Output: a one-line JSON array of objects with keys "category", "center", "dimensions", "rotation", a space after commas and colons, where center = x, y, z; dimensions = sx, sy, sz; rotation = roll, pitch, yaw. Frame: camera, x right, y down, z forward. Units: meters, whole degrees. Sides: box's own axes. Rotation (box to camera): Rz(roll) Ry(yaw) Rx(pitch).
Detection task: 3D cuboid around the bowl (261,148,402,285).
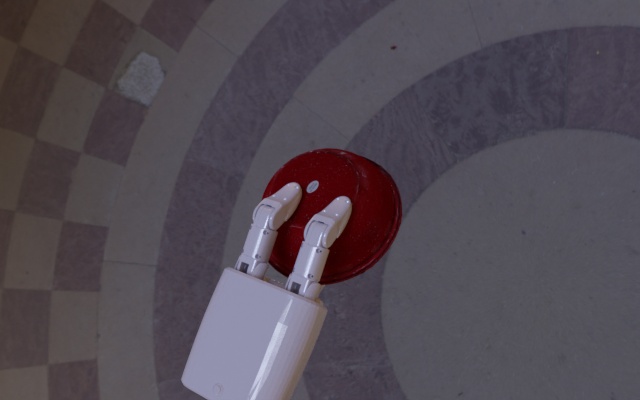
[{"category": "bowl", "center": [0.000, 0.000, 0.492], "dimensions": [0.162, 0.162, 0.055], "rotation": [0, -31, 18]}]
